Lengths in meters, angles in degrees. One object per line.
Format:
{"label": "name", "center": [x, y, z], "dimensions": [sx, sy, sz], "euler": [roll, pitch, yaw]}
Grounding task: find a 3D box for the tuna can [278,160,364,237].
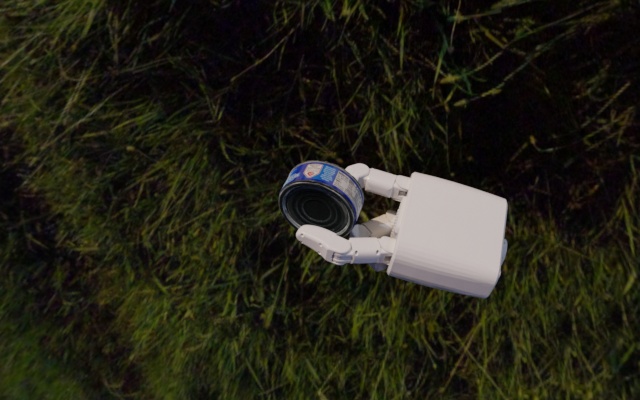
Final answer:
{"label": "tuna can", "center": [0.000, 0.002, 0.499], "dimensions": [0.086, 0.086, 0.033], "euler": [0, 42, 25]}
